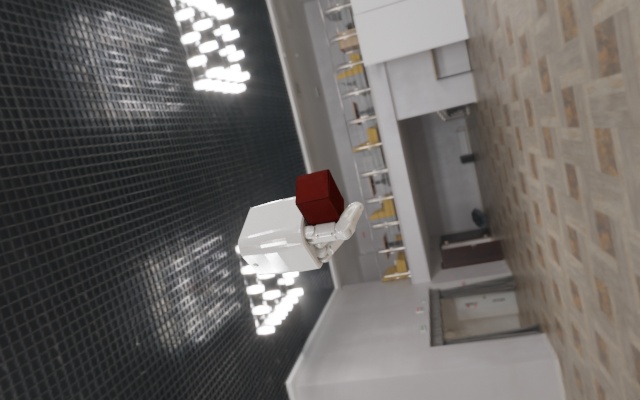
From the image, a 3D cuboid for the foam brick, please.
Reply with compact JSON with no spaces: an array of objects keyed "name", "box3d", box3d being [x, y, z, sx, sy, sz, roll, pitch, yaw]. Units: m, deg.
[{"name":"foam brick","box3d":[0.000,0.002,0.697,0.051,0.053,0.078,-11,-39,15]}]
